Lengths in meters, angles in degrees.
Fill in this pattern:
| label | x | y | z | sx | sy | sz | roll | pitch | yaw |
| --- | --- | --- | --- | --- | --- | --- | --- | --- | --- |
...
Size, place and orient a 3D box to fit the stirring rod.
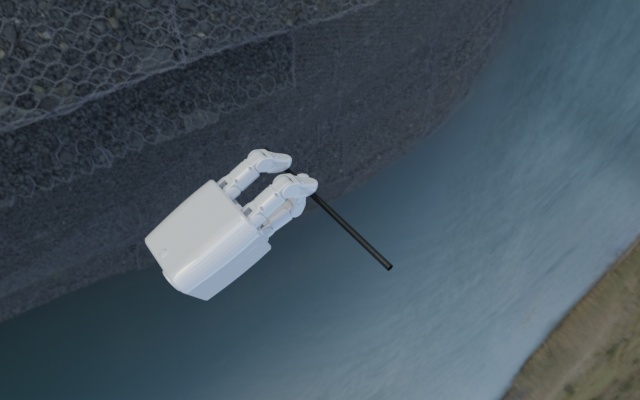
| label | x | y | z | sx | sy | sz | roll | pitch | yaw |
| --- | --- | --- | --- | --- | --- | --- | --- | --- | --- |
| stirring rod | 0.000 | 0.002 | 0.568 | 0.011 | 0.011 | 0.239 | 0 | 35 | -49 |
